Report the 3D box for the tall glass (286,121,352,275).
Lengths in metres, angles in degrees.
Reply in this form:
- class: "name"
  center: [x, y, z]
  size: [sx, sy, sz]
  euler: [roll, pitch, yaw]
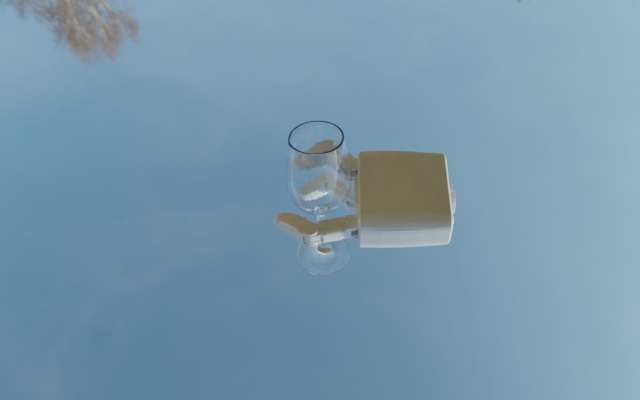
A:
- class: "tall glass"
  center: [0.000, 0.002, 0.587]
  size: [0.079, 0.201, 0.079]
  euler: [-2, 44, 2]
